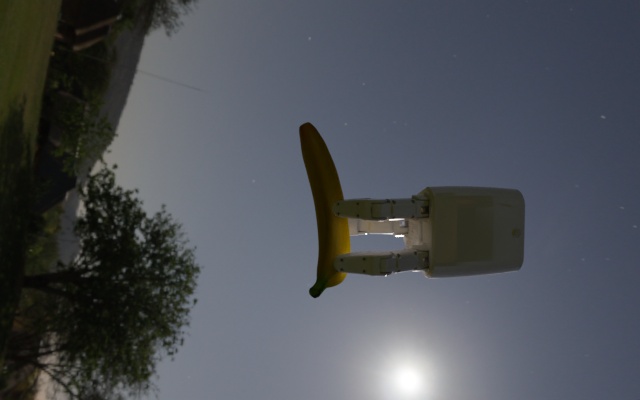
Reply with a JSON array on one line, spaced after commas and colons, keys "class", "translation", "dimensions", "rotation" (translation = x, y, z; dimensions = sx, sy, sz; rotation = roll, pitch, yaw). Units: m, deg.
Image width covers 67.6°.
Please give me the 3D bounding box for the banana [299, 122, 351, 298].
[{"class": "banana", "translation": [0.007, 0.010, 0.531], "dimensions": [0.037, 0.197, 0.070], "rotation": [-12, -21, 16]}]
